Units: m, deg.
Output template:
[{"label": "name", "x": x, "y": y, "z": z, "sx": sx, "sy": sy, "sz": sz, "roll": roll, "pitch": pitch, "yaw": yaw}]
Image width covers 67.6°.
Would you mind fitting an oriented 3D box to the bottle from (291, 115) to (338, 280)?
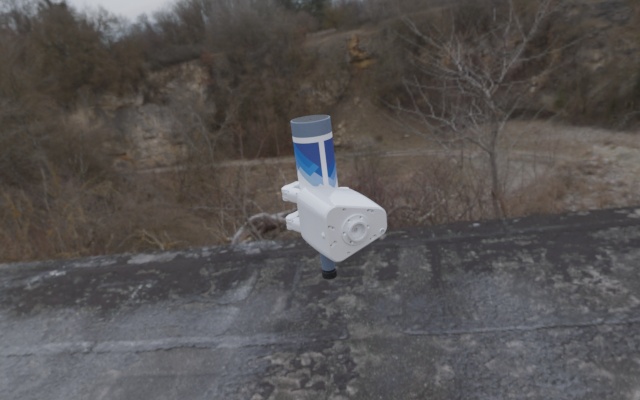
[{"label": "bottle", "x": 0.000, "y": 0.002, "z": 0.837, "sx": 0.069, "sy": 0.296, "sz": 0.069, "roll": -6, "pitch": 20, "yaw": 2}]
